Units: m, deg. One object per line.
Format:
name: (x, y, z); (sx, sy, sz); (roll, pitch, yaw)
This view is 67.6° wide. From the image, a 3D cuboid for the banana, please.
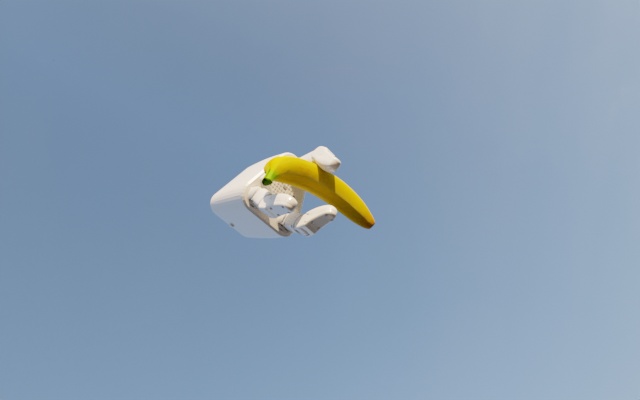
banana: (-0.004, -0.015, 0.622); (0.198, 0.069, 0.037); (22, -41, -39)
